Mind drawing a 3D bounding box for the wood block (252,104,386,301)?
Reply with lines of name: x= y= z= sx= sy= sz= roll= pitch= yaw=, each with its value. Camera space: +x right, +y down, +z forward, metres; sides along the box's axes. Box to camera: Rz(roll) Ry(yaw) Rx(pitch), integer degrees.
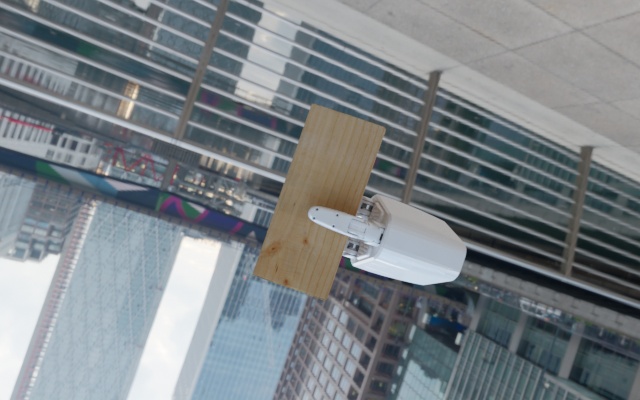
wood block: x=0.000 y=0.002 z=0.577 sx=0.090 sy=0.206 sz=0.091 roll=19 pitch=-1 yaw=3
